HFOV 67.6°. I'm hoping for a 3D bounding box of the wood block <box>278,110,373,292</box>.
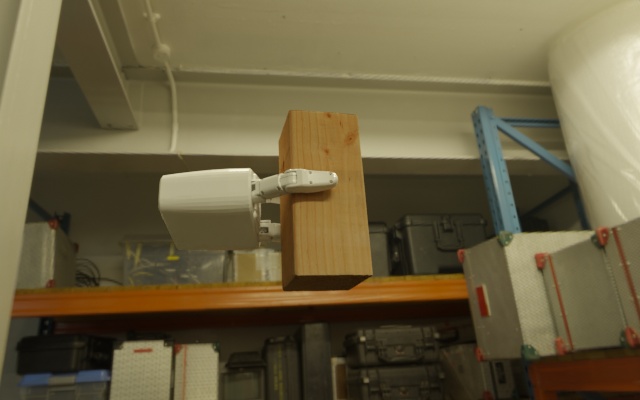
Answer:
[{"bbox_3d":[0.000,0.002,0.593,0.090,0.206,0.091,2,-21,-14],"label":"wood block"}]
